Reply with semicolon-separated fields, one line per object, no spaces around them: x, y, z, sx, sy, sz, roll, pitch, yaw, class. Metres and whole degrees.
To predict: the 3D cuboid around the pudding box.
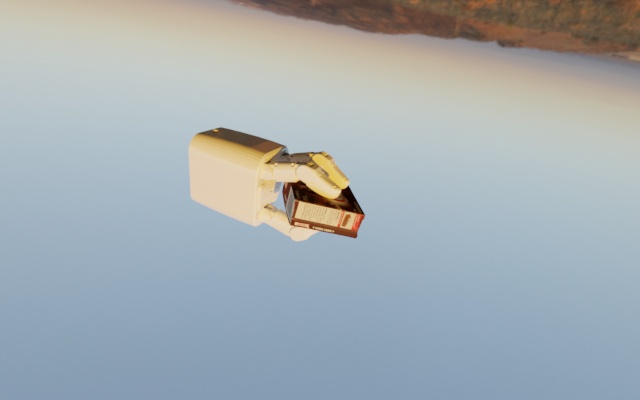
0.000;0.002;0.618;0.090;0.039;0.113;12;22;-14;pudding box
